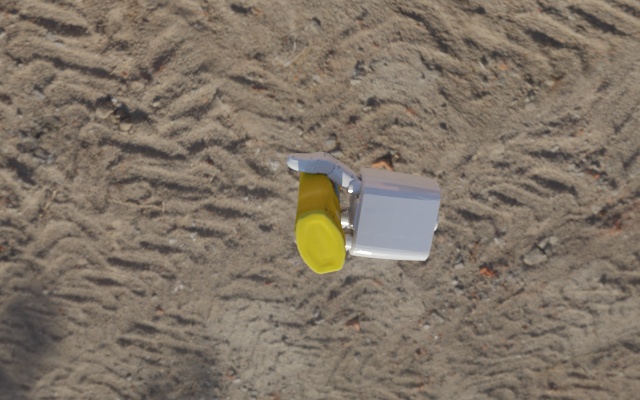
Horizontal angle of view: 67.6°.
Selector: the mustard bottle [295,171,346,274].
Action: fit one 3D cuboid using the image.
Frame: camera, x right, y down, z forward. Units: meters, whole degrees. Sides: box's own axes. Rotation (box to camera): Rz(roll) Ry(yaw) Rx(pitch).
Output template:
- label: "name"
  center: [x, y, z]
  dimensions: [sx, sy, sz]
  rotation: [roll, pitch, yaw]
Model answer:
- label: "mustard bottle"
  center: [0.000, 0.002, 0.640]
  dimensions: [0.058, 0.096, 0.191]
  rotation: [-14, 31, 8]
